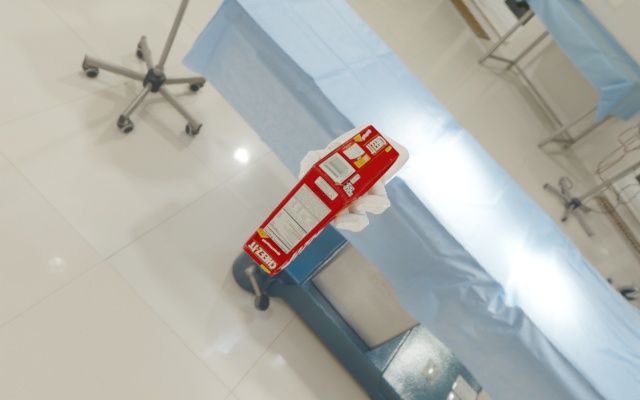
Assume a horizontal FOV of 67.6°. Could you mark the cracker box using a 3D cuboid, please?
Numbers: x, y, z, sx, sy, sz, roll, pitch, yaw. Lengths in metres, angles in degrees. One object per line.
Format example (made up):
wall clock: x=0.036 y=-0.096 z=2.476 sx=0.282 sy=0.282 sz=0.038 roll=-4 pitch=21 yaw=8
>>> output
cracker box: x=0.000 y=0.002 z=0.701 sx=0.214 sy=0.072 sz=0.164 roll=-46 pitch=-4 yaw=42
